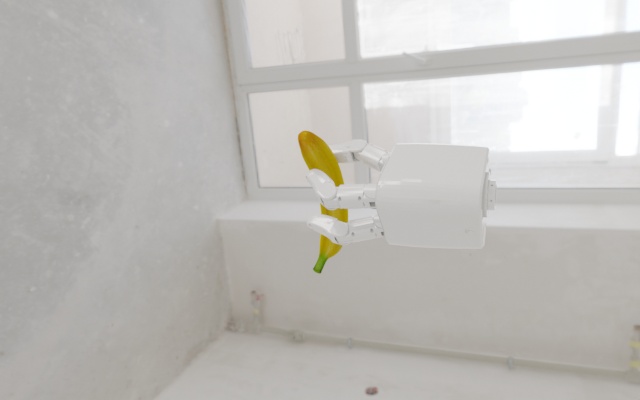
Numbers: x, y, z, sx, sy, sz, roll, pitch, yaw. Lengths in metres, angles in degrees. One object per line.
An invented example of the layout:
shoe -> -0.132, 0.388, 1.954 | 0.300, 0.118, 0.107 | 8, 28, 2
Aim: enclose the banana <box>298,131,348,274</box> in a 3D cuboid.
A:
banana -> 0.008, -0.003, 0.610 | 0.037, 0.198, 0.069 | 6, 29, 25
